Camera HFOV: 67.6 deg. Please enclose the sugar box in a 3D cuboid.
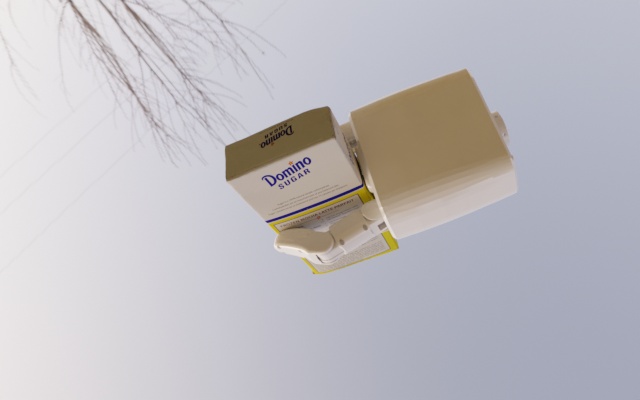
[{"bbox_3d":[0.000,0.001,0.424,0.093,0.048,0.176,-20,-41,12],"label":"sugar box"}]
